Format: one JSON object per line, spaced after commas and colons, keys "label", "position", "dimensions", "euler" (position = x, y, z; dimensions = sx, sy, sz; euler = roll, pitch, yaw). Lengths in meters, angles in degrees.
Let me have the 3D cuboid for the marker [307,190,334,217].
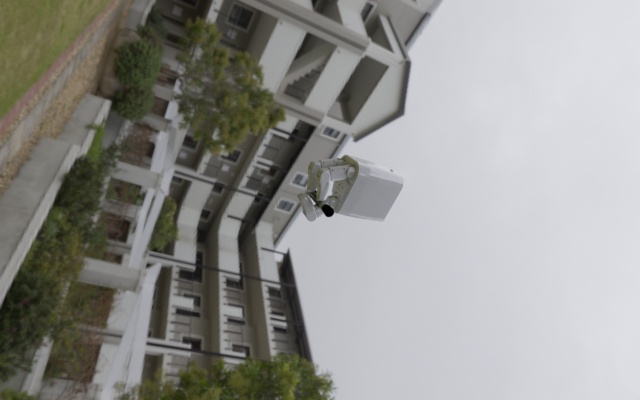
{"label": "marker", "position": [0.000, 0.003, 0.899], "dimensions": [0.020, 0.020, 0.121], "euler": [0, 20, -18]}
